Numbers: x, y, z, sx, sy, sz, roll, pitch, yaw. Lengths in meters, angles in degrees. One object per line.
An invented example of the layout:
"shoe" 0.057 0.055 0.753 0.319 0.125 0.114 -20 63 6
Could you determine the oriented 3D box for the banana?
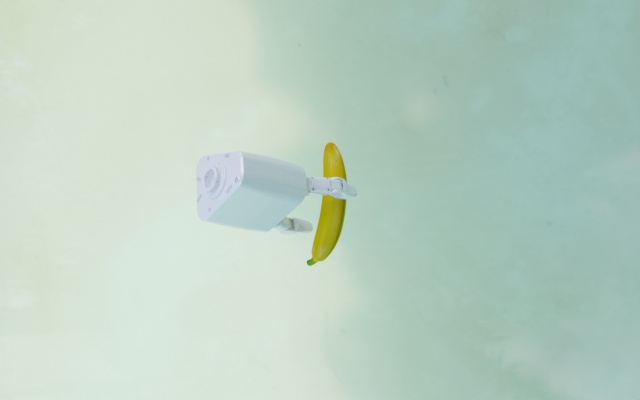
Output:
"banana" 0.011 0.008 0.725 0.037 0.198 0.069 11 1 -39
